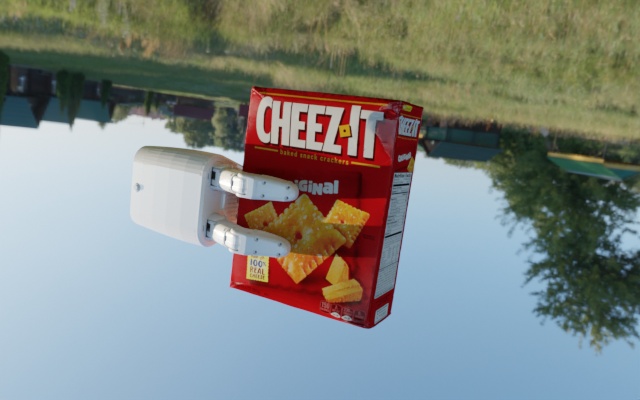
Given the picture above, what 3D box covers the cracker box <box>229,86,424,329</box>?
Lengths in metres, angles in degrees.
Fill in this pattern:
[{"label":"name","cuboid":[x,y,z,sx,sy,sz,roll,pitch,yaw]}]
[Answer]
[{"label":"cracker box","cuboid":[0.000,0.002,0.481,0.164,0.214,0.072,12,10,27]}]
